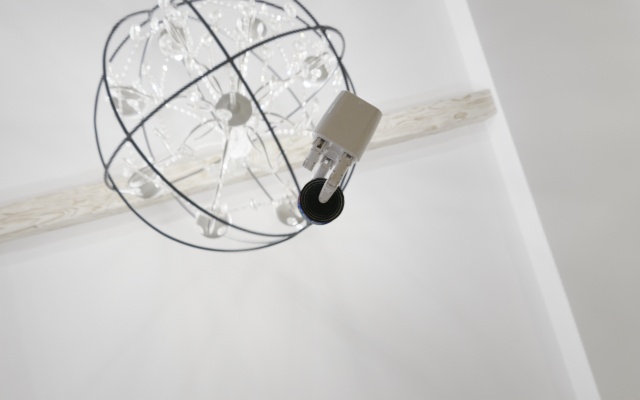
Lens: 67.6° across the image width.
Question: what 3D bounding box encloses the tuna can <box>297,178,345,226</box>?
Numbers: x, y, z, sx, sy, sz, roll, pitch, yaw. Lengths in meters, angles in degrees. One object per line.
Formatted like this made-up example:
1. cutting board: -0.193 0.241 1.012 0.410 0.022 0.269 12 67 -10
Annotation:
1. tuna can: 0.000 0.003 0.889 0.086 0.086 0.034 0 -13 -12
